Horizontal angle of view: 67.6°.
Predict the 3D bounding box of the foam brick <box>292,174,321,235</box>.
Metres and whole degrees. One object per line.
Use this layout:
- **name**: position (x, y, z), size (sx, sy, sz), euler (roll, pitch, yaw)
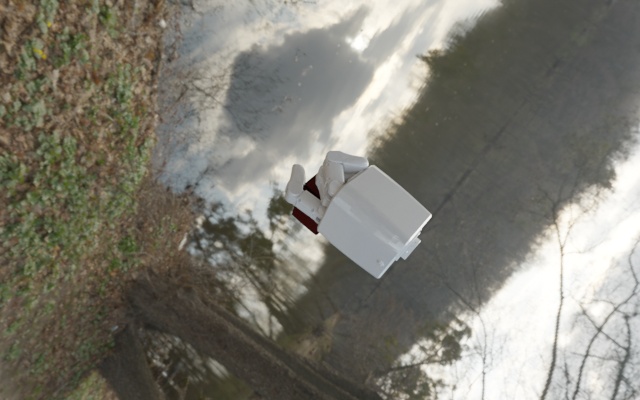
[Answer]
- **foam brick**: position (0.000, 0.002, 0.690), size (0.053, 0.051, 0.078), euler (-42, -14, -35)
